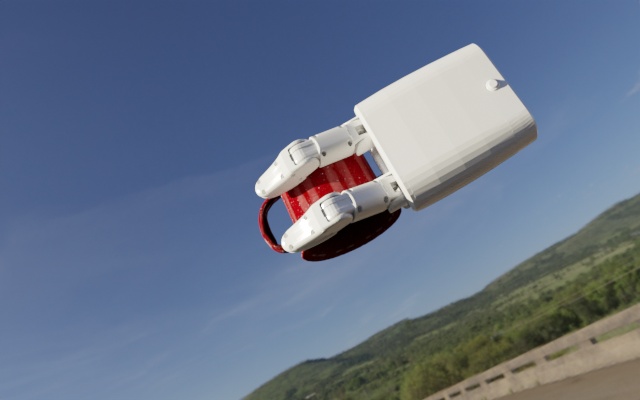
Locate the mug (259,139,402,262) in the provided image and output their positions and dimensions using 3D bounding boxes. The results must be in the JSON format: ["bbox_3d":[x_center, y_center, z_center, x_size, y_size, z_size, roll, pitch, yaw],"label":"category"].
[{"bbox_3d":[-0.001,0.002,0.418,0.117,0.081,0.093,-28,-22,5],"label":"mug"}]
